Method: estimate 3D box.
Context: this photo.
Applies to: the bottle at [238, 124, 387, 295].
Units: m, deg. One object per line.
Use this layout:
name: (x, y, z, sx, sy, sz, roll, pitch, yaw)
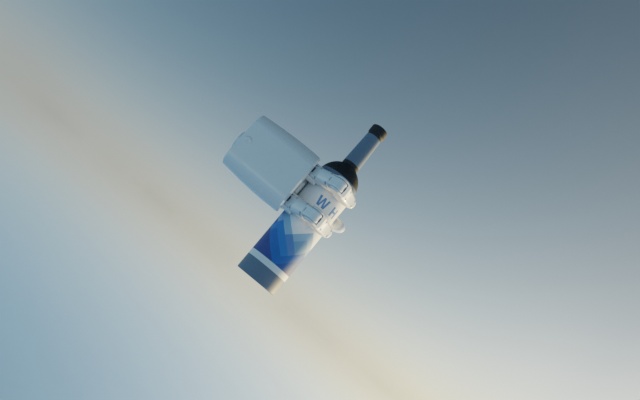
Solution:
bottle: (0.000, 0.003, 0.703, 0.069, 0.295, 0.069, 38, -12, 10)
